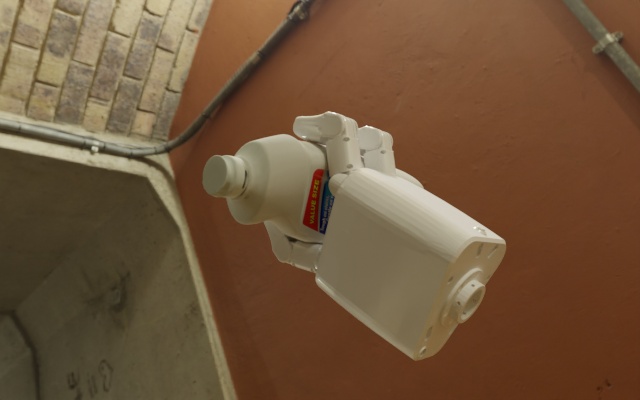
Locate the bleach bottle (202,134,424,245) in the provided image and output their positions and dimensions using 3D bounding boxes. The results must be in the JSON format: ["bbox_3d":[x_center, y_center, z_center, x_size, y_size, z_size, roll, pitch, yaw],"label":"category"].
[{"bbox_3d":[0.000,0.001,0.437,0.068,0.102,0.251,34,16,37],"label":"bleach bottle"}]
